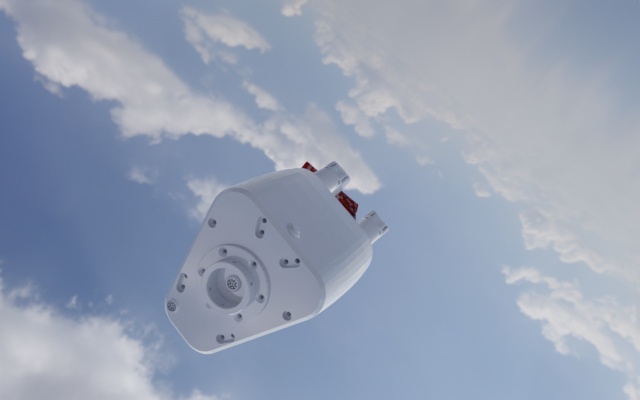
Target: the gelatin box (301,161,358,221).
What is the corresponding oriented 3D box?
[{"bbox_3d":[0.000,0.002,0.469,0.073,0.030,0.089,40,16,-4],"label":"gelatin box"}]
